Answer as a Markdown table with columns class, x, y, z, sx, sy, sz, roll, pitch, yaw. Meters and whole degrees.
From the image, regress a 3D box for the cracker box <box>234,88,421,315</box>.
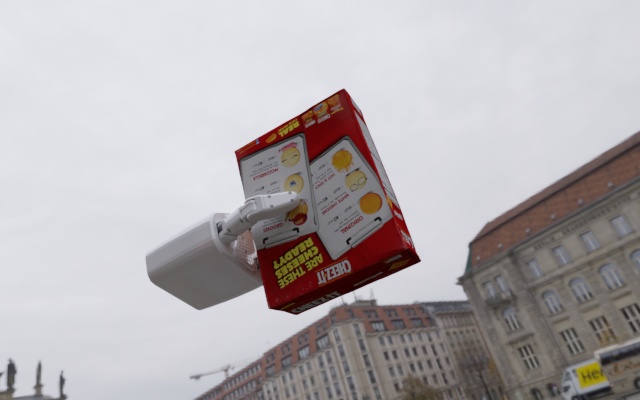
| class | x | y | z | sx | sy | sz | roll | pitch | yaw |
| --- | --- | --- | --- | --- | --- | --- | --- | --- | --- |
| cracker box | 0.000 | 0.002 | 0.556 | 0.164 | 0.213 | 0.072 | -27 | -29 | 17 |
